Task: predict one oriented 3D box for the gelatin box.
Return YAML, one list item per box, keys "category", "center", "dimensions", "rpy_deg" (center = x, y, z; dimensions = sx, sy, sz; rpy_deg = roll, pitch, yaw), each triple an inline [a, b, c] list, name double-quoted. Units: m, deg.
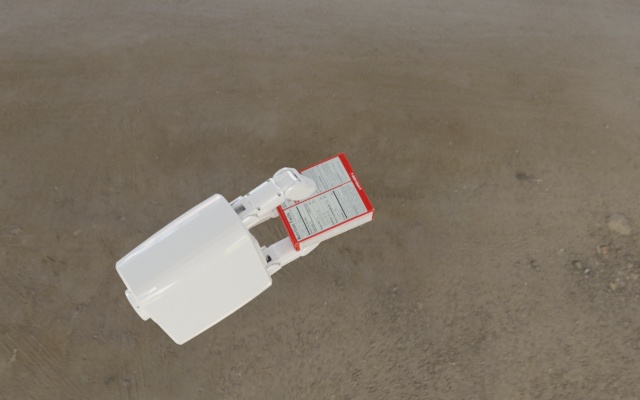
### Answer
- category: "gelatin box"
  center: [0.000, 0.001, 0.491]
  dimensions: [0.089, 0.073, 0.030]
  rpy_deg: [-24, -22, -8]
